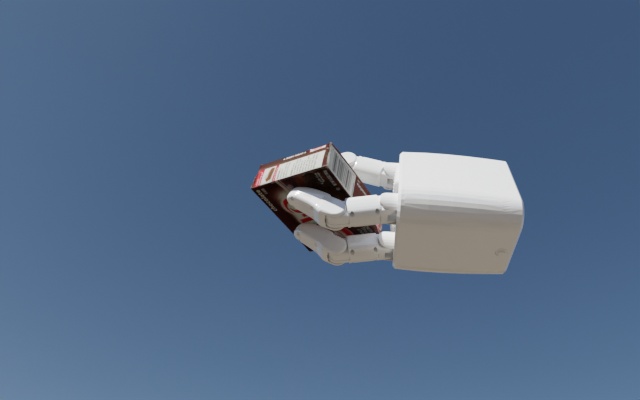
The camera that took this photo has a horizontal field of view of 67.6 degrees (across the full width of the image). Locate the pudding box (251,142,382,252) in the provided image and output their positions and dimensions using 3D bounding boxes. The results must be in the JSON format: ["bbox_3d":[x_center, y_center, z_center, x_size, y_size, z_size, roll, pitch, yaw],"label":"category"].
[{"bbox_3d":[0.000,0.001,0.483,0.090,0.039,0.113,-15,-50,30],"label":"pudding box"}]
